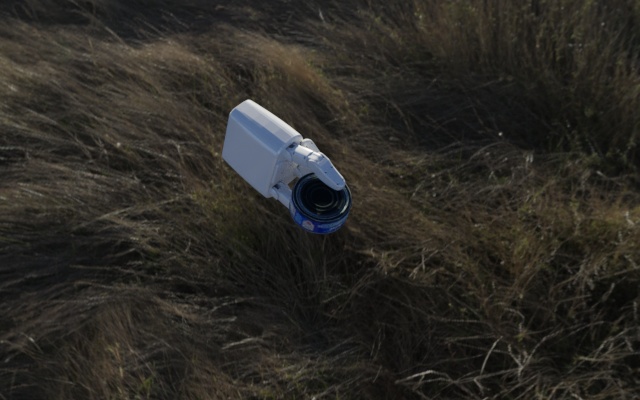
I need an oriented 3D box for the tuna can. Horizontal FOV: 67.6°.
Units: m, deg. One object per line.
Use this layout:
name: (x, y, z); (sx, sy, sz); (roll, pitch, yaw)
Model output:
tuna can: (0.000, 0.002, 0.668); (0.086, 0.086, 0.034); (0, -32, -11)
